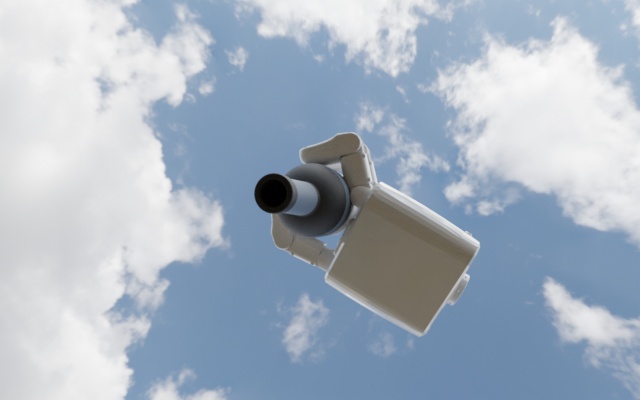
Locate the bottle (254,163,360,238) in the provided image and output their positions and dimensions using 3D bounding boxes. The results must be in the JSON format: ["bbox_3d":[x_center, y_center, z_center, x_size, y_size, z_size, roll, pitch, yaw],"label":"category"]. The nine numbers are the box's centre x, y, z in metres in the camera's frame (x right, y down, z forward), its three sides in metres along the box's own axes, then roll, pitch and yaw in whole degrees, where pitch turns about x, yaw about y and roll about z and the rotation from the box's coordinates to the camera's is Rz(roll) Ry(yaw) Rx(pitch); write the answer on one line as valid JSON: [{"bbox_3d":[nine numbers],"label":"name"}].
[{"bbox_3d":[0.000,0.001,0.461,0.069,0.069,0.296,0,-2,12],"label":"bottle"}]
